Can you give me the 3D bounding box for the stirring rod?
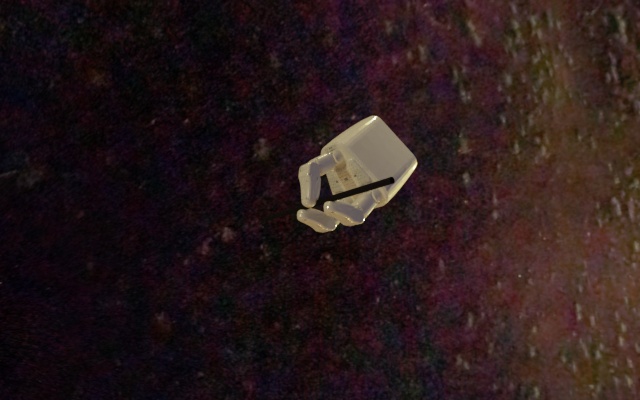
[{"bbox_3d":[0.000,0.002,0.614,0.011,0.011,0.239,0,-12,-42],"label":"stirring rod"}]
